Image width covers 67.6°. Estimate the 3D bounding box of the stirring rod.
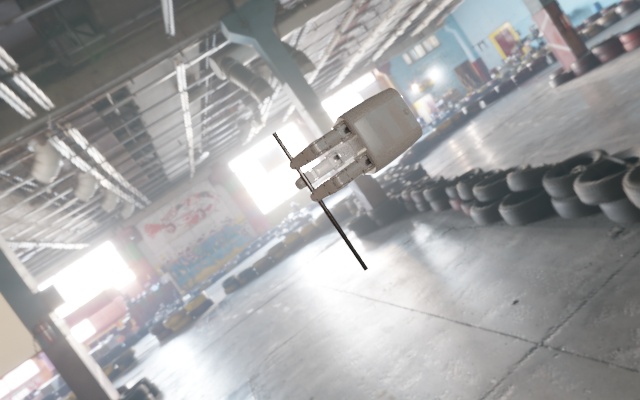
[{"bbox_3d":[0.000,0.002,0.694,0.011,0.239,0.011,-34,3,2],"label":"stirring rod"}]
